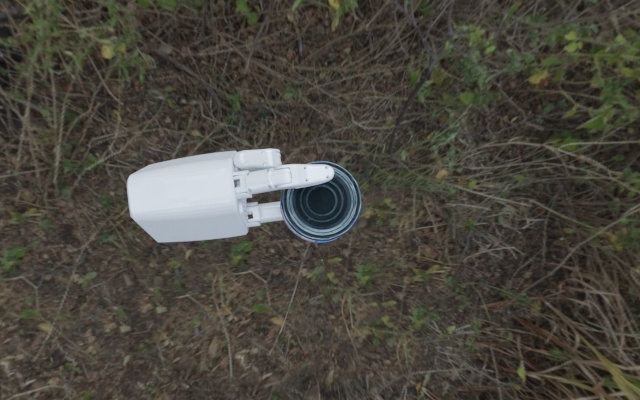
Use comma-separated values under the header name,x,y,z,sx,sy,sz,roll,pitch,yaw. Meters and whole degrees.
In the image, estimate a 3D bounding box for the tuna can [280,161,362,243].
name,x,y,z,sx,sy,sz,roll,pitch,yaw
tuna can,0.000,0.002,0.509,0.086,0.086,0.034,0,-8,-5
